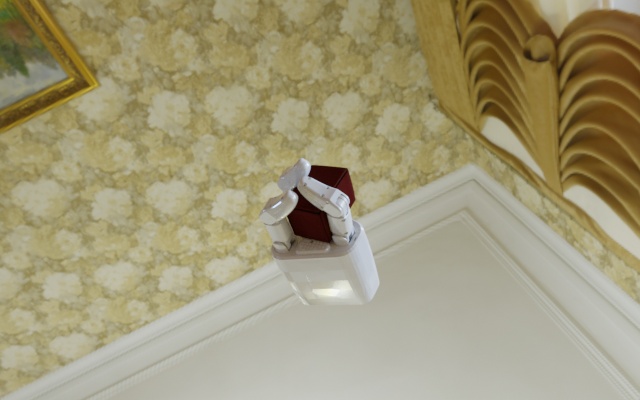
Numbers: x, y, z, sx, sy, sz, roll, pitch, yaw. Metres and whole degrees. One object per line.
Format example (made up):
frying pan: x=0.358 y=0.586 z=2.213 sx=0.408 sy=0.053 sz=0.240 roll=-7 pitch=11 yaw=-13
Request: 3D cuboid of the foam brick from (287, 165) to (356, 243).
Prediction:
foam brick: x=0.000 y=0.002 z=0.576 sx=0.053 sy=0.051 sz=0.078 roll=10 pitch=49 yaw=31
